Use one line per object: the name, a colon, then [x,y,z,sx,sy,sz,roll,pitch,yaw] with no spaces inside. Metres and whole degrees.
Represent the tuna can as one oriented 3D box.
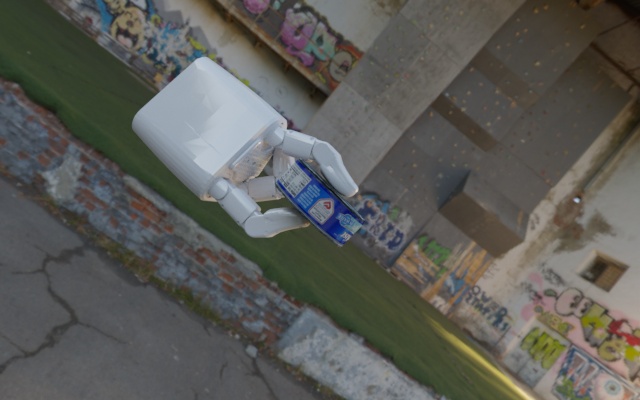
tuna can: [0.001,0.001,0.438,0.086,0.034,0.086,44,3,-3]
